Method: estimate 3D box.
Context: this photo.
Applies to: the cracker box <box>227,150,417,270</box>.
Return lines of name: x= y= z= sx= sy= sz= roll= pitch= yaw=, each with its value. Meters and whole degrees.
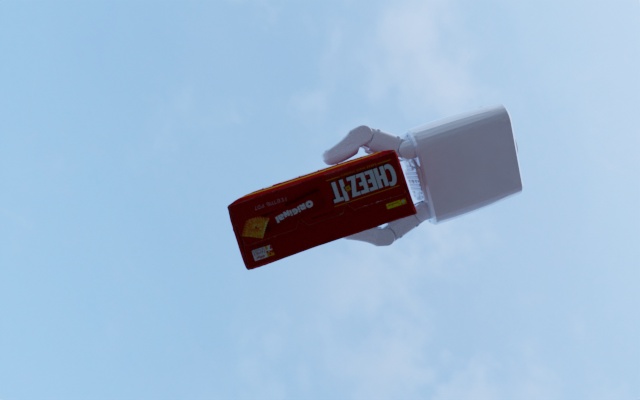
cracker box: x=0.000 y=0.002 z=0.531 sx=0.164 sy=0.072 sz=0.213 roll=-19 pitch=2 yaw=1
